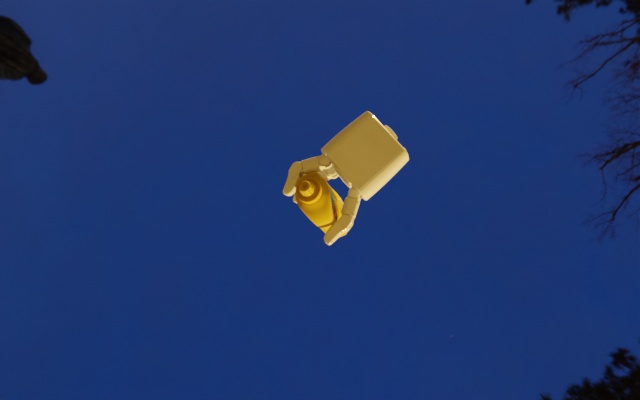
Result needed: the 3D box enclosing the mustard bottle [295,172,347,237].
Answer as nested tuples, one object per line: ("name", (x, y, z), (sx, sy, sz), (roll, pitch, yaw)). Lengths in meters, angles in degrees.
("mustard bottle", (0.000, 0.003, 0.827), (0.058, 0.096, 0.192), (-19, -19, 9))
